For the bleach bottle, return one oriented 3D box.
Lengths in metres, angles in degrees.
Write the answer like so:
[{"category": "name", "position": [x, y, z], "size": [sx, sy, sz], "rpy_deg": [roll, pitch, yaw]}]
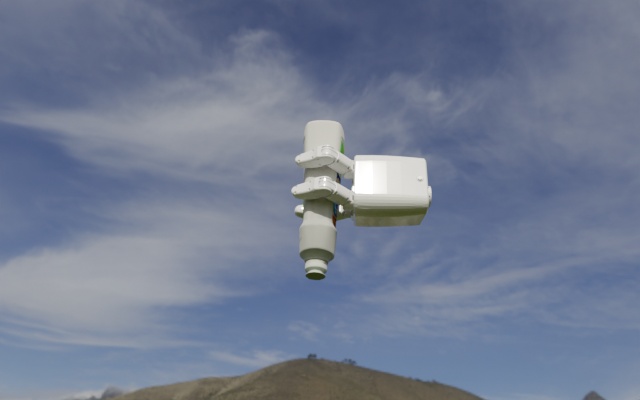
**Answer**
[{"category": "bleach bottle", "position": [0.000, 0.002, 0.729], "size": [0.068, 0.250, 0.103], "rpy_deg": [1, -31, 4]}]
